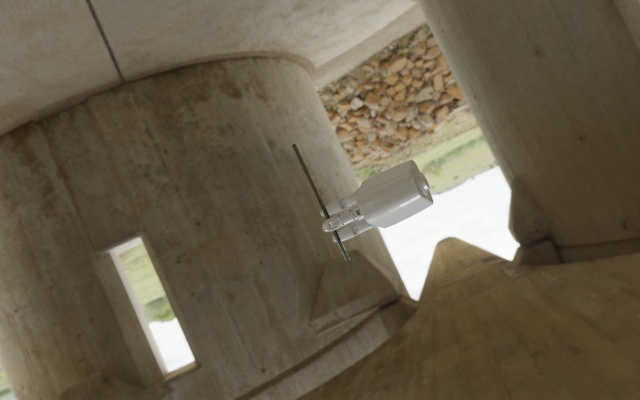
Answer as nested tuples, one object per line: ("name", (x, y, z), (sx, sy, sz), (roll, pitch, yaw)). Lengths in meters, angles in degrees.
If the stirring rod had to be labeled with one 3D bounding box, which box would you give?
("stirring rod", (0.000, 0.003, 0.896), (0.011, 0.239, 0.011), (-25, -3, -2))
